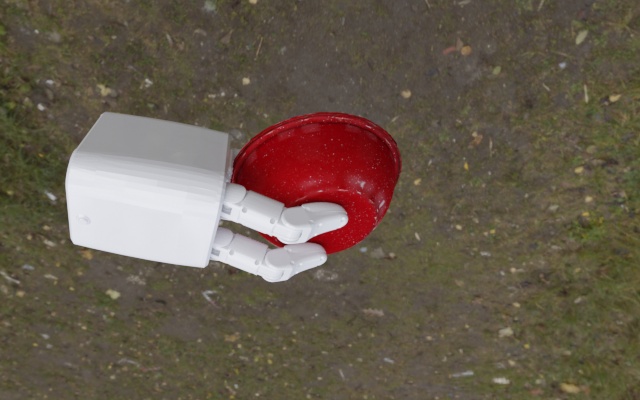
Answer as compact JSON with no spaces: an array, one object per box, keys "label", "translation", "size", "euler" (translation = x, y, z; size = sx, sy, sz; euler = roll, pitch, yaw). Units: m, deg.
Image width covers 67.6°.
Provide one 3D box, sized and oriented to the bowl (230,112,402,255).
[{"label":"bowl","translation":[0.001,0.002,0.425],"size":[0.162,0.055,0.162],"euler":[-8,-40,-6]}]
